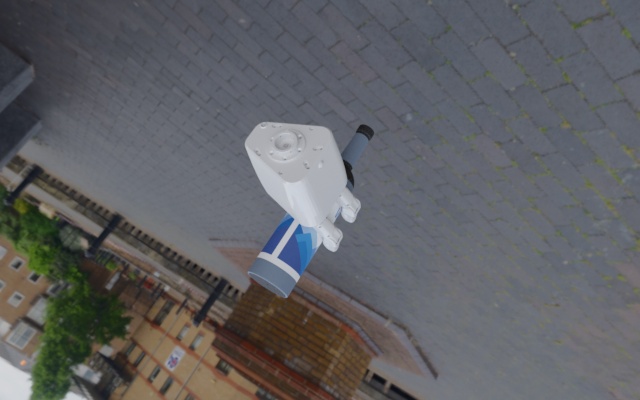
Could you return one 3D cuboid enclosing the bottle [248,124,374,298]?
[{"bbox_3d":[0.000,0.003,0.719,0.069,0.295,0.069,28,-20,12],"label":"bottle"}]
